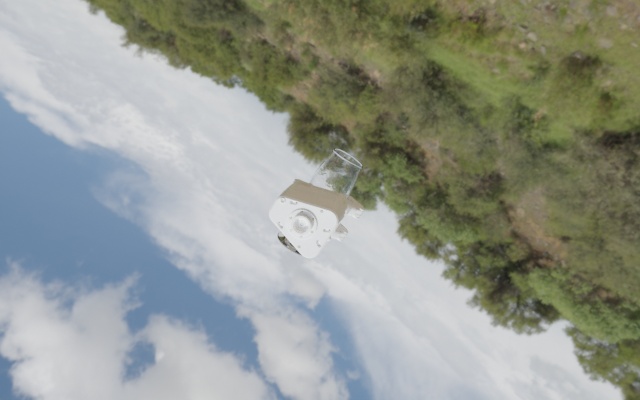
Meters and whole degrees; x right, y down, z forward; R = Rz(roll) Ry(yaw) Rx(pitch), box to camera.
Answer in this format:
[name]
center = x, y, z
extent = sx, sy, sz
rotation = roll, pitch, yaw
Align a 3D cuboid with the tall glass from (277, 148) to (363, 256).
[tall glass]
center = 0.000, 0.003, 0.889
extent = 0.079, 0.201, 0.079
rotation = 29, 17, -10
